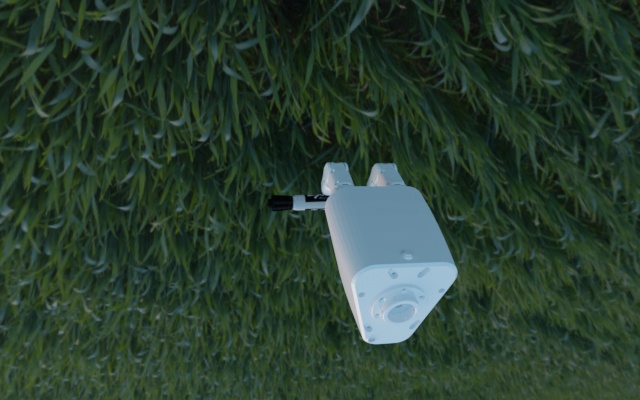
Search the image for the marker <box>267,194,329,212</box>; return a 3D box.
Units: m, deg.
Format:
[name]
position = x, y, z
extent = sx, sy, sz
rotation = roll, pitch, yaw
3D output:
[marker]
position = 0.000, 0.002, 0.544
extent = 0.121, 0.020, 0.020
rotation = -1, 0, -11
